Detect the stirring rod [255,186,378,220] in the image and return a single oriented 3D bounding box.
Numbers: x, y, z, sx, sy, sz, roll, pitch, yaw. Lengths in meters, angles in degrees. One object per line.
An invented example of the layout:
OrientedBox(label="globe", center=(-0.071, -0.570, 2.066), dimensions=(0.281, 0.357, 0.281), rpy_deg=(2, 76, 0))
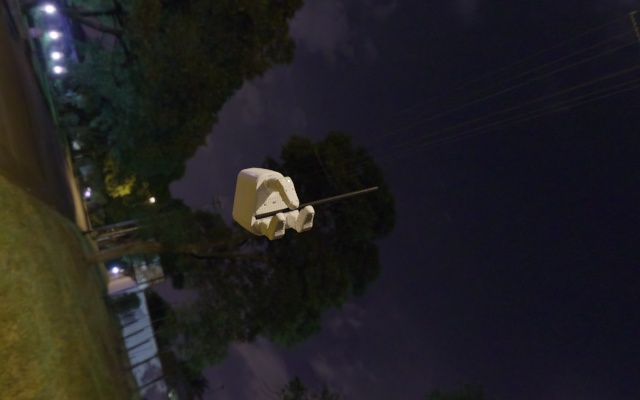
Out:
OrientedBox(label="stirring rod", center=(0.000, 0.003, 0.819), dimensions=(0.239, 0.011, 0.011), rpy_deg=(-14, 6, -28))
